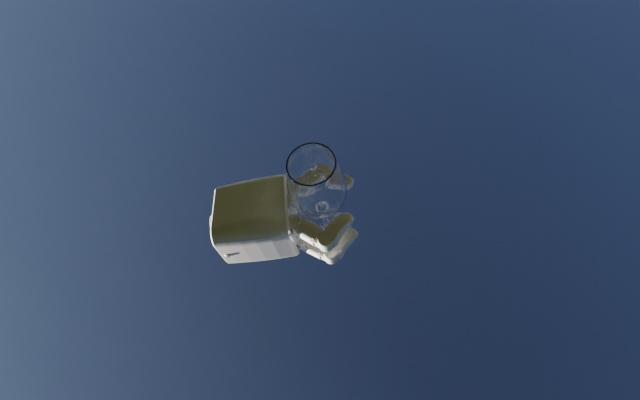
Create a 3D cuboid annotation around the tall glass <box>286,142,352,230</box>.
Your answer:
[{"bbox_3d":[0.000,0.002,0.658,0.079,0.079,0.201,0,-28,7],"label":"tall glass"}]
